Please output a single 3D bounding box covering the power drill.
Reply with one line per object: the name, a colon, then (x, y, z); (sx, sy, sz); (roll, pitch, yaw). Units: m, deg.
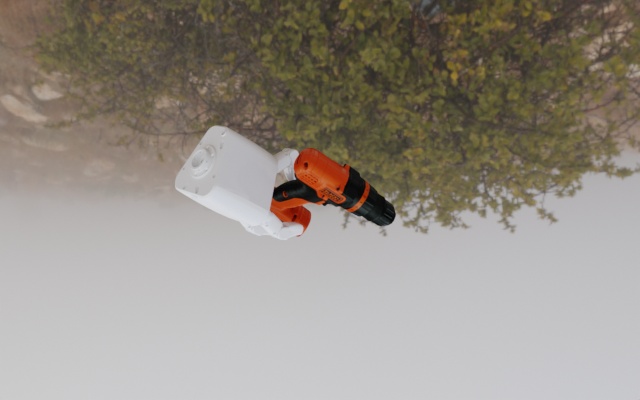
power drill: (0.000, 0.002, 0.749); (0.184, 0.057, 0.188); (34, -36, -25)
